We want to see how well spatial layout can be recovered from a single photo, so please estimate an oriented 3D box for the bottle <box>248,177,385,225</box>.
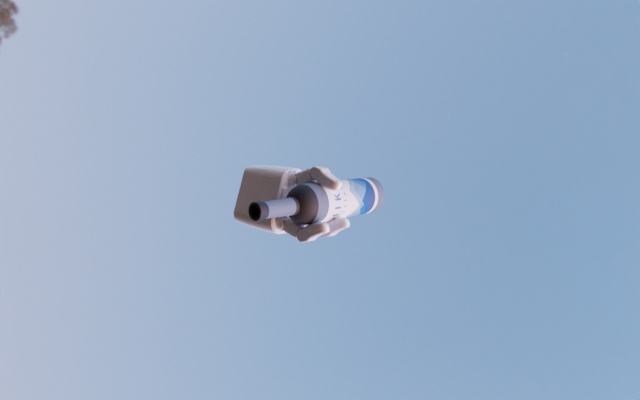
[{"bbox_3d":[0.000,0.003,0.791,0.069,0.069,0.295,0,5,40],"label":"bottle"}]
